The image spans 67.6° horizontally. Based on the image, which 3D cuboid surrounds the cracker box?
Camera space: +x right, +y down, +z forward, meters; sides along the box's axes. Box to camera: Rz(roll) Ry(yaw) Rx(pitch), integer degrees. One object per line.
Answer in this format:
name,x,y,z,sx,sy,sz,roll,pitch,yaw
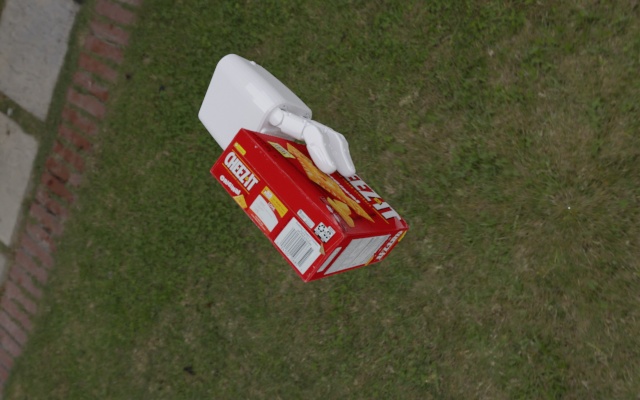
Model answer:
cracker box,0.000,0.002,0.564,0.164,0.072,0.214,46,19,20
